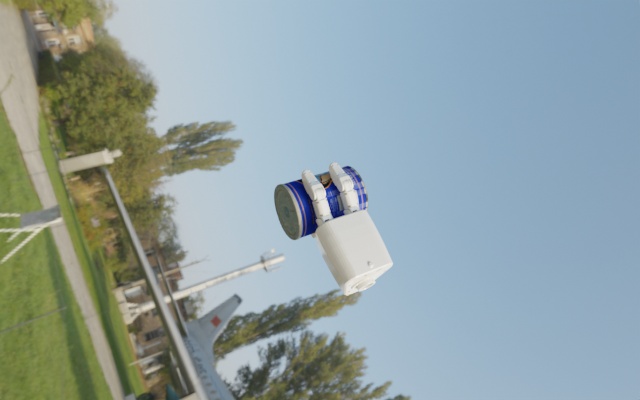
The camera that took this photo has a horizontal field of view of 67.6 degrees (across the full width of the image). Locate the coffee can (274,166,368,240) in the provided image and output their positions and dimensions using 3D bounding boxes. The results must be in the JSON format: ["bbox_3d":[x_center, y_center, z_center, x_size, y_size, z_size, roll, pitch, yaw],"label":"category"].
[{"bbox_3d":[0.000,0.003,0.867,0.140,0.103,0.103,-17,7,-24],"label":"coffee can"}]
